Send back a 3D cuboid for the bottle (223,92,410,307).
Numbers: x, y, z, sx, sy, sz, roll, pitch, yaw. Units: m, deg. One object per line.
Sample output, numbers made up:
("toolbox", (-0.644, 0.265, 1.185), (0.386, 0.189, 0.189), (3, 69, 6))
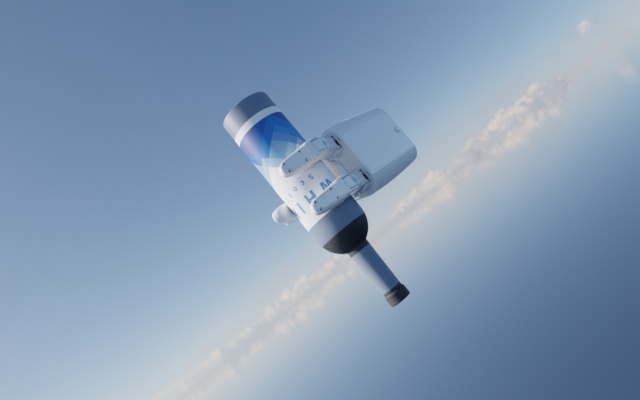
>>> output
("bottle", (0.000, 0.002, 0.568), (0.069, 0.295, 0.069), (-39, -8, -6))
